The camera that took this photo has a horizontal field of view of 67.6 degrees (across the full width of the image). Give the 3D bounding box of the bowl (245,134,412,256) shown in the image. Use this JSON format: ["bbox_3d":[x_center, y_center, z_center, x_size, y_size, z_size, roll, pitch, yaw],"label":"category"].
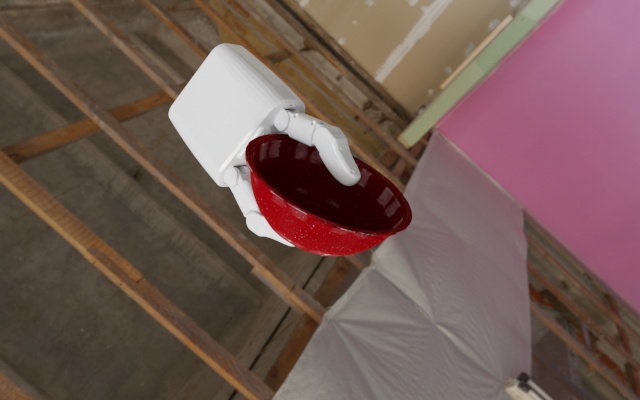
[{"bbox_3d":[0.001,0.003,0.439,0.162,0.055,0.162,20,26,-10],"label":"bowl"}]
